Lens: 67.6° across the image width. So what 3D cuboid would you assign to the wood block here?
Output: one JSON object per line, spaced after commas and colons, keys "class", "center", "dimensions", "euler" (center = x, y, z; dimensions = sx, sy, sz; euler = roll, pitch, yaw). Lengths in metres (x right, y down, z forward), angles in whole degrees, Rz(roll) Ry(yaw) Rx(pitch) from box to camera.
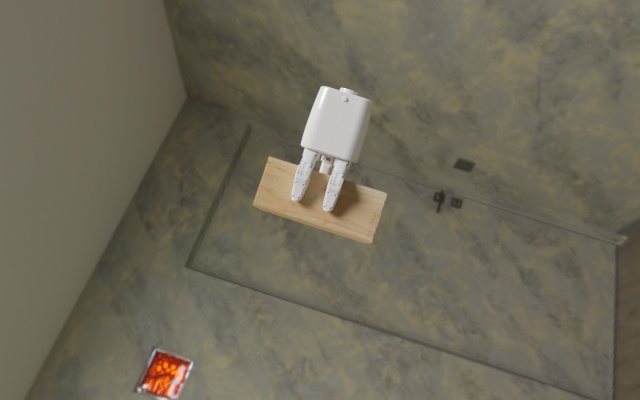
{"class": "wood block", "center": [0.000, 0.002, 0.829], "dimensions": [0.206, 0.090, 0.091], "euler": [18, -4, 3]}
